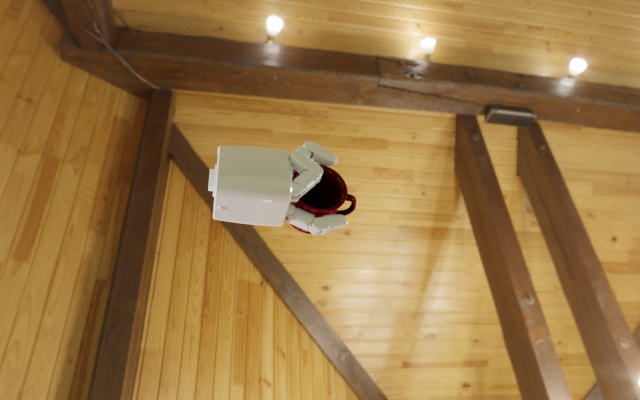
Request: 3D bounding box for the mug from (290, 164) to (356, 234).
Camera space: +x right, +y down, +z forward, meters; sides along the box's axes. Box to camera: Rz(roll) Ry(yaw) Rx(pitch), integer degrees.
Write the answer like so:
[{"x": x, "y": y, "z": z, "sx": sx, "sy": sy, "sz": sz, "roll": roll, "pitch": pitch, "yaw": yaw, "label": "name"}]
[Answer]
[{"x": 0.001, "y": 0.003, "z": 0.779, "sx": 0.117, "sy": 0.093, "sz": 0.081, "roll": 6, "pitch": -36, "yaw": -12, "label": "mug"}]
